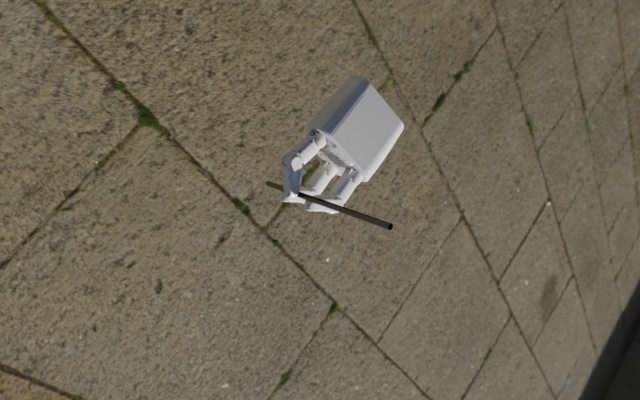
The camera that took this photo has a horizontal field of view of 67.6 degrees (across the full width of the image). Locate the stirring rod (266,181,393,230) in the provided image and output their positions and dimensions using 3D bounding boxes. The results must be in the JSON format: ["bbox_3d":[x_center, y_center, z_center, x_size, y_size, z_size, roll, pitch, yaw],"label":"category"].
[{"bbox_3d":[0.000,0.002,0.619,0.011,0.011,0.239,0,13,-42],"label":"stirring rod"}]
